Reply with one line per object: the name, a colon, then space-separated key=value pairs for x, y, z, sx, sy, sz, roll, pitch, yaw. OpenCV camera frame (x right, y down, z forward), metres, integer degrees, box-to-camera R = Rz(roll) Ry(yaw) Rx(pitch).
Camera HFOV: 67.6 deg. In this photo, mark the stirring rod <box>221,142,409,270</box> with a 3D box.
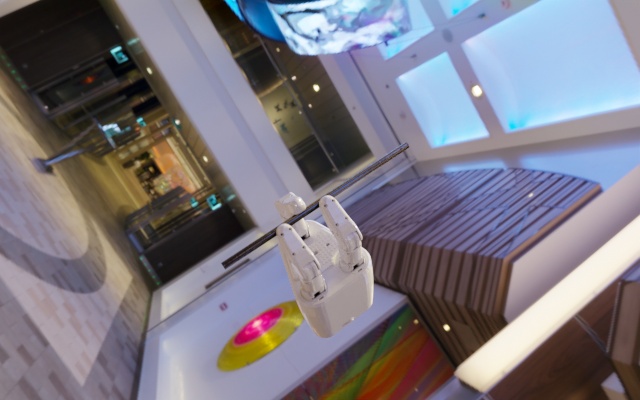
stirring rod: x=0.000 y=0.002 z=0.506 sx=0.239 sy=0.011 sz=0.011 roll=-33 pitch=9 yaw=-15
